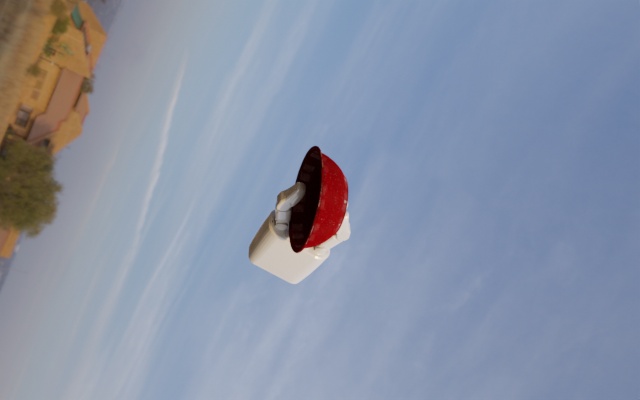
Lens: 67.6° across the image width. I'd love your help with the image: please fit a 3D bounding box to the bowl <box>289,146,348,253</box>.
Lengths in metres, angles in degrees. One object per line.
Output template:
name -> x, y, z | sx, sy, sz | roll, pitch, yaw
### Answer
bowl -> 0.001, 0.002, 0.713 | 0.055, 0.162, 0.162 | 10, -3, -16
